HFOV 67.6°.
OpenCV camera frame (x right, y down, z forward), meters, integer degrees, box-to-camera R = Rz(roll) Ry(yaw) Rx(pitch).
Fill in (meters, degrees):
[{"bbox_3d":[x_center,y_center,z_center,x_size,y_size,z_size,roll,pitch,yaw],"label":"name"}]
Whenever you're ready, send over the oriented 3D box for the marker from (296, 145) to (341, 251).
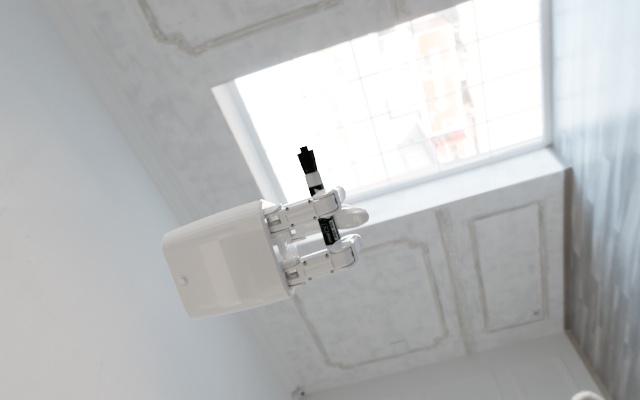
[{"bbox_3d":[0.000,0.002,0.496,0.020,0.121,0.020,-17,8,2],"label":"marker"}]
